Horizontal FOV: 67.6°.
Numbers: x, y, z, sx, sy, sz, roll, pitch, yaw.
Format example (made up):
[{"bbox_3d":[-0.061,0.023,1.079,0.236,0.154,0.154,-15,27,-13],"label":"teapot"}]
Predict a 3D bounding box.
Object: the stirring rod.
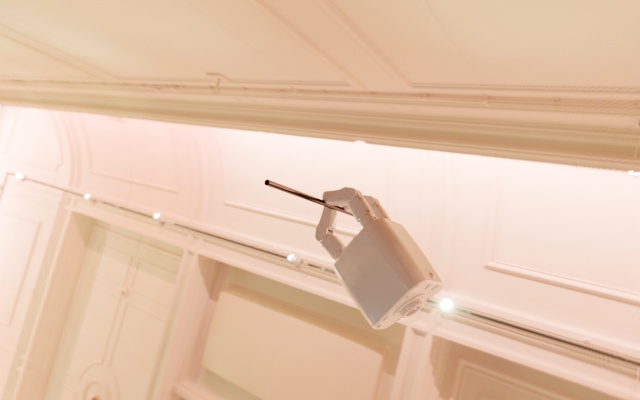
[{"bbox_3d":[0.000,0.002,0.679,0.011,0.011,0.239,0,-12,34],"label":"stirring rod"}]
